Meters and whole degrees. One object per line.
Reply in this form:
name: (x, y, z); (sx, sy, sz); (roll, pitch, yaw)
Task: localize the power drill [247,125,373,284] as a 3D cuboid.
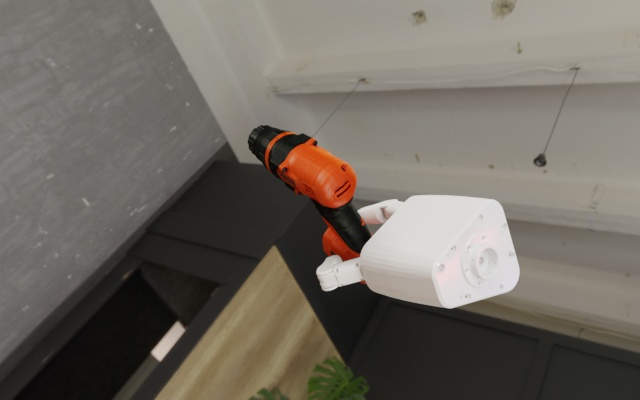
power drill: (0.000, 0.002, 0.552); (0.184, 0.057, 0.188); (37, -15, 51)
